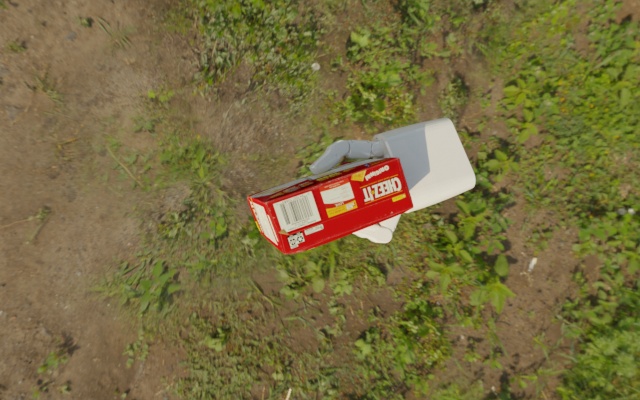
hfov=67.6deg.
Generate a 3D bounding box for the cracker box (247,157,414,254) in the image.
[{"bbox_3d":[0.000,0.002,0.629,0.164,0.072,0.213,-20,6,-12],"label":"cracker box"}]
